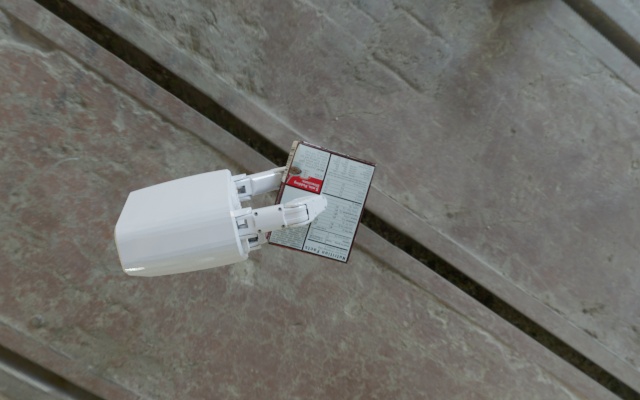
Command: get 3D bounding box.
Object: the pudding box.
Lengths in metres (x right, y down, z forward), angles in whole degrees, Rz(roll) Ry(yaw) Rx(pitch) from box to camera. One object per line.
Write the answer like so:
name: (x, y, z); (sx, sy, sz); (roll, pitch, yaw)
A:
pudding box: (0.000, 0.002, 0.506); (0.090, 0.113, 0.039); (16, 5, -10)
